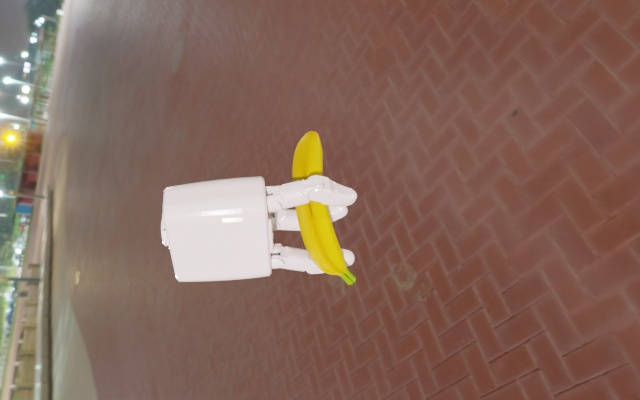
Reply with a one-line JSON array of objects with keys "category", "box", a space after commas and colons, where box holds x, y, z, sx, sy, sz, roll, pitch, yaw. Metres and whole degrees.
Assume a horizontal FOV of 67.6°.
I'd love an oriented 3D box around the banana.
[{"category": "banana", "box": [-0.006, 0.001, 0.553, 0.037, 0.197, 0.070, -17, -17, 17]}]
